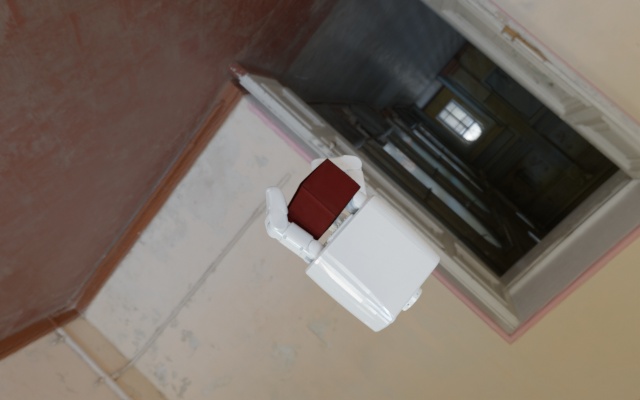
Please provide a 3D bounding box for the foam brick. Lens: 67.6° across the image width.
[{"bbox_3d":[0.000,0.002,0.535,0.053,0.051,0.078,-46,-6,-34],"label":"foam brick"}]
